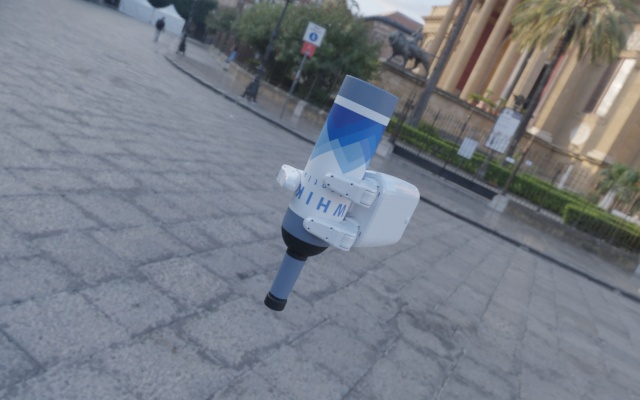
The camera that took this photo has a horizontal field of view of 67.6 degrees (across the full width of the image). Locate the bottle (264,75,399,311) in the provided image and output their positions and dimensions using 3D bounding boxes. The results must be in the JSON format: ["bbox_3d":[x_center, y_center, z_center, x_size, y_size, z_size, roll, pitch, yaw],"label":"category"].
[{"bbox_3d":[0.000,0.002,0.573,0.069,0.296,0.069,23,12,-5],"label":"bottle"}]
